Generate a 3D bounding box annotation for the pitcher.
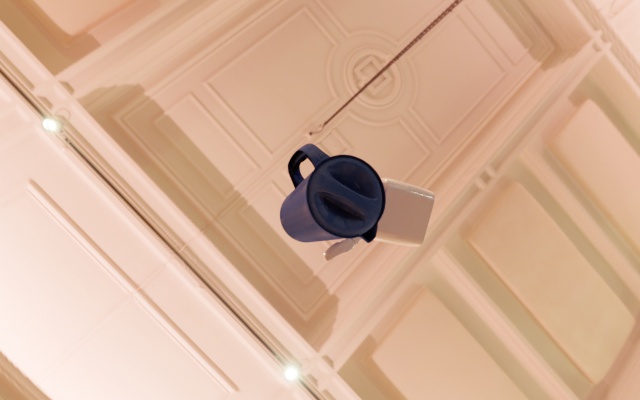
[{"bbox_3d":[0.000,0.003,0.847,0.145,0.149,0.243,10,-13,-17],"label":"pitcher"}]
